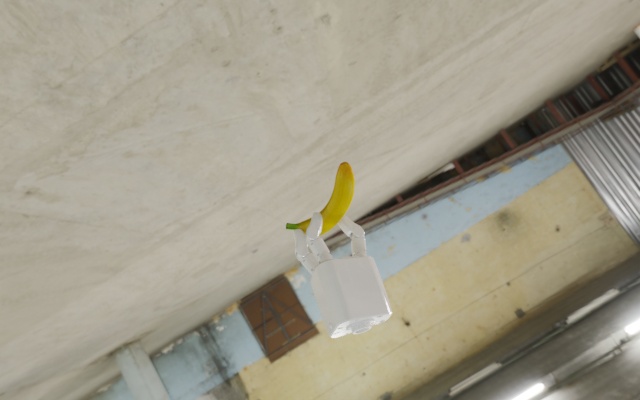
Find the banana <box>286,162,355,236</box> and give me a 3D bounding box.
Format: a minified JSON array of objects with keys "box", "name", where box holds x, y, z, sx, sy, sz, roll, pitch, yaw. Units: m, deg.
[{"box":[0.014,0.012,0.849,0.069,0.037,0.198,23,-50,-24],"name":"banana"}]
